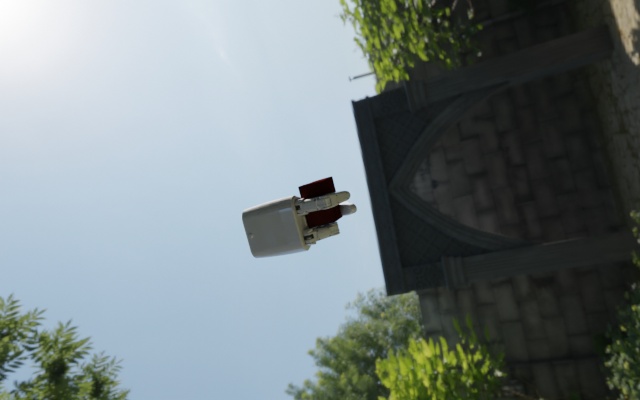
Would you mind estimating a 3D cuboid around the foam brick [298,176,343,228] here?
[{"bbox_3d":[0.000,0.002,0.846,0.051,0.078,0.053,-13,5,20],"label":"foam brick"}]
